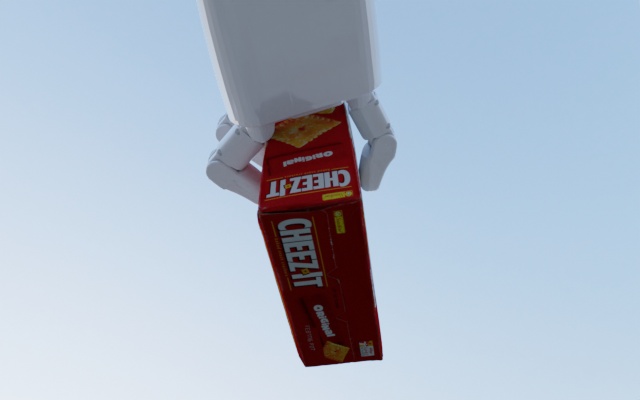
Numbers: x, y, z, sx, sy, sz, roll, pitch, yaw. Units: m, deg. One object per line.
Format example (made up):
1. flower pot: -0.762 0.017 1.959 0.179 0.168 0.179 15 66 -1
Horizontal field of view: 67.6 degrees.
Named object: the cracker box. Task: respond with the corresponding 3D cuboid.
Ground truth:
1. cracker box: 0.000 0.001 0.404 0.072 0.164 0.213 -9 37 4
